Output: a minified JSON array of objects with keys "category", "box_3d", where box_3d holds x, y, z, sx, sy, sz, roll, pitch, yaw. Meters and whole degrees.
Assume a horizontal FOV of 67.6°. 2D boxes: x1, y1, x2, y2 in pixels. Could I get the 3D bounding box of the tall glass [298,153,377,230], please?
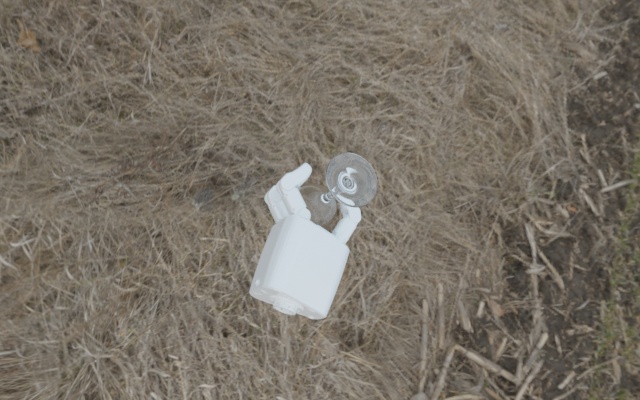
[{"category":"tall glass","box_3d":[0.000,0.002,0.696,0.079,0.079,0.201,0,-17,-25]}]
